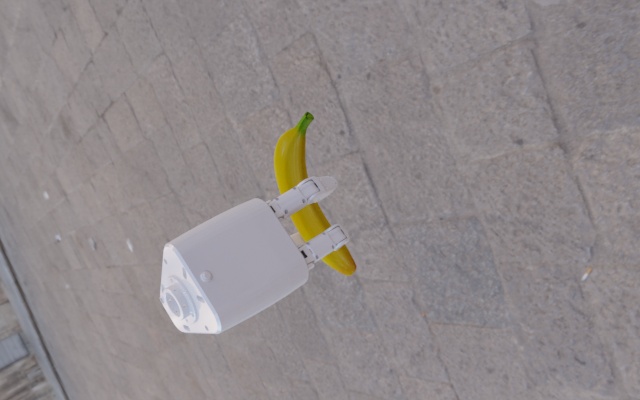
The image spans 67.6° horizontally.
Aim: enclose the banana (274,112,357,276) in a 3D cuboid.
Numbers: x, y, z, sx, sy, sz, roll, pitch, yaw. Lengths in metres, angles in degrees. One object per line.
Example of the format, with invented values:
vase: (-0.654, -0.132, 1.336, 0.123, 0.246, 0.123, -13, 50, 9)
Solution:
banana: (-0.014, 0.000, 0.568, 0.069, 0.198, 0.037, -7, 14, 46)
